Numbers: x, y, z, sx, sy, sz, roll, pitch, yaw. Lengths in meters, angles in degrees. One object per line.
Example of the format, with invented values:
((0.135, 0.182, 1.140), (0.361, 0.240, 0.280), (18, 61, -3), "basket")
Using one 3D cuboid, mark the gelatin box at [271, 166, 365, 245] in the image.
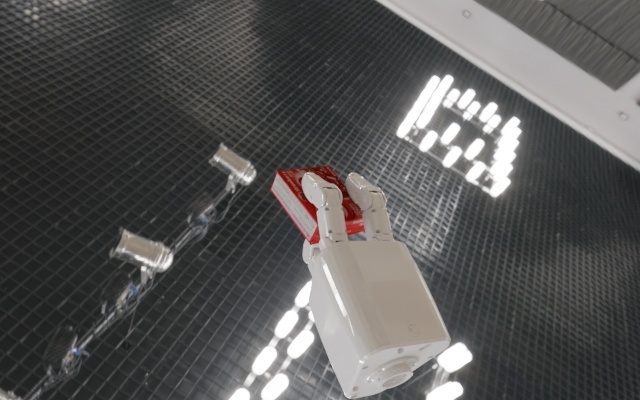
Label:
((0.000, 0.002, 0.514), (0.073, 0.030, 0.089), (-9, 47, -38), "gelatin box")
